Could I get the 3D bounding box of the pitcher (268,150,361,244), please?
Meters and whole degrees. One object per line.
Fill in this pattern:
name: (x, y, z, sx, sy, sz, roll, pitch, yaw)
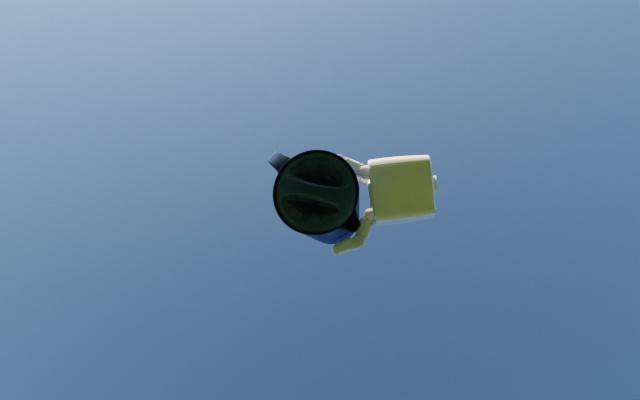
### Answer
pitcher: (0.000, 0.003, 0.833, 0.145, 0.149, 0.243, -6, -13, 6)
